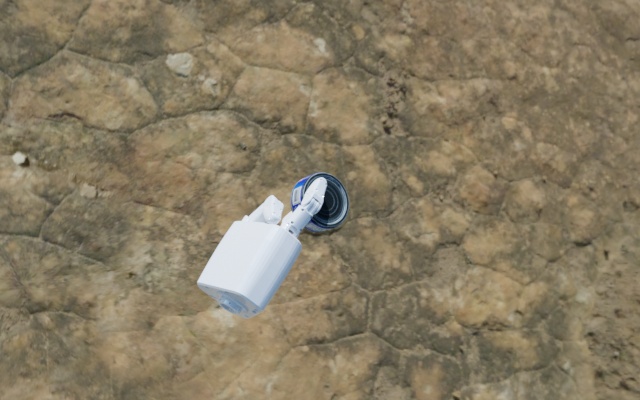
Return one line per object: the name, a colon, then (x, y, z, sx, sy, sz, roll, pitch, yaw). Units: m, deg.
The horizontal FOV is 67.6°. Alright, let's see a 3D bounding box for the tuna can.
tuna can: (0.000, 0.002, 0.706, 0.086, 0.086, 0.034, 0, -13, -35)
